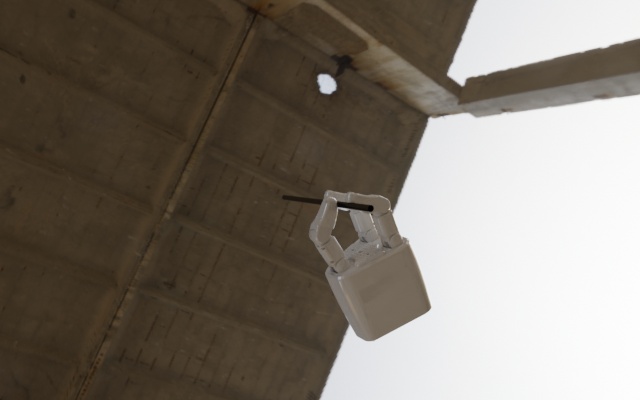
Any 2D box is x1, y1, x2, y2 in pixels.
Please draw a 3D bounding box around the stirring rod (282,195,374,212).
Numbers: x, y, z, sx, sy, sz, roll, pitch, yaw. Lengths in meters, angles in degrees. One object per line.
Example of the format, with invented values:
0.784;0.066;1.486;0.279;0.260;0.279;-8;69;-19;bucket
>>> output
0.000;0.002;0.645;0.011;0.011;0.239;0;3;-28;stirring rod
